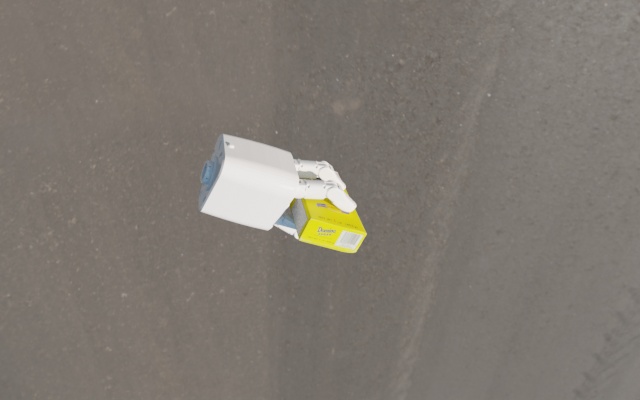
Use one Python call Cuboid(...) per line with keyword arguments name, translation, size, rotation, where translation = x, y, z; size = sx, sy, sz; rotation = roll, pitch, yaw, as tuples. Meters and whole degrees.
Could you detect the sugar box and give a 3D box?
Cuboid(name="sugar box", translation=(0.000, 0.002, 0.727), size=(0.093, 0.048, 0.176), rotation=(17, 30, -24))
